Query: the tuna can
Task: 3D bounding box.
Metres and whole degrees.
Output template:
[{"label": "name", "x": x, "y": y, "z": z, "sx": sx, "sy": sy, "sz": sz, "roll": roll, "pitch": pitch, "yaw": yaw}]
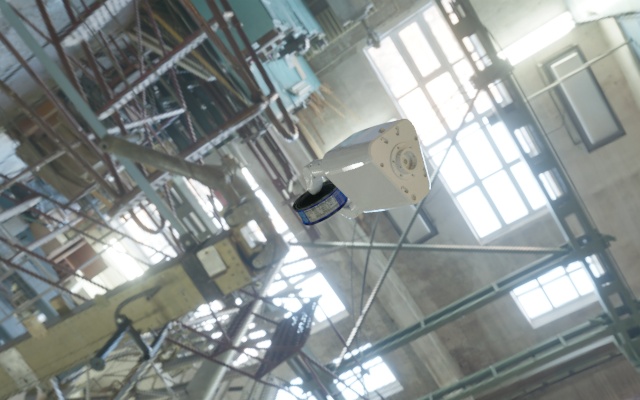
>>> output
[{"label": "tuna can", "x": 0.000, "y": 0.003, "z": 0.758, "sx": 0.086, "sy": 0.034, "sz": 0.086, "roll": -29, "pitch": 17, "yaw": 9}]
